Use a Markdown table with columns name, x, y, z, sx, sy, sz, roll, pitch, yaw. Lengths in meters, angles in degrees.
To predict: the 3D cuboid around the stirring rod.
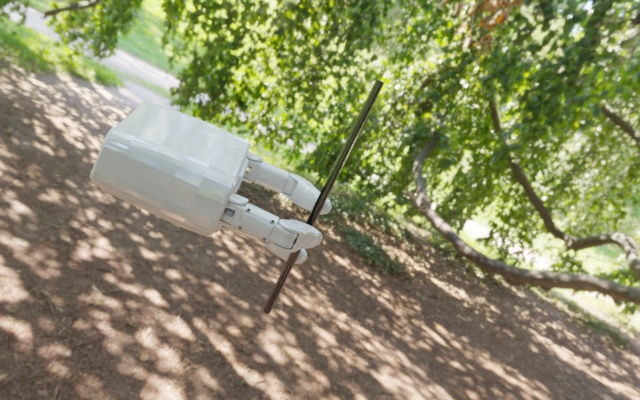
| name | x | y | z | sx | sy | sz | roll | pitch | yaw |
| --- | --- | --- | --- | --- | --- | --- | --- | --- | --- |
| stirring rod | 0.000 | 0.002 | 0.441 | 0.011 | 0.239 | 0.011 | 25 | 10 | -5 |
